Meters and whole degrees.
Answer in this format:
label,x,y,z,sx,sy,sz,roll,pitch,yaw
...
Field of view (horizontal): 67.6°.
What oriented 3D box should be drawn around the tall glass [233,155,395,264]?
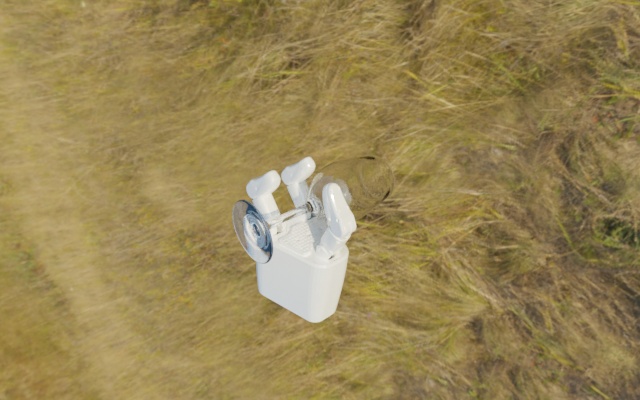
label,x,y,z,sx,sy,sz,roll,pitch,yaw
tall glass,0.000,0.002,0.572,0.201,0.079,0.079,-24,14,-35
